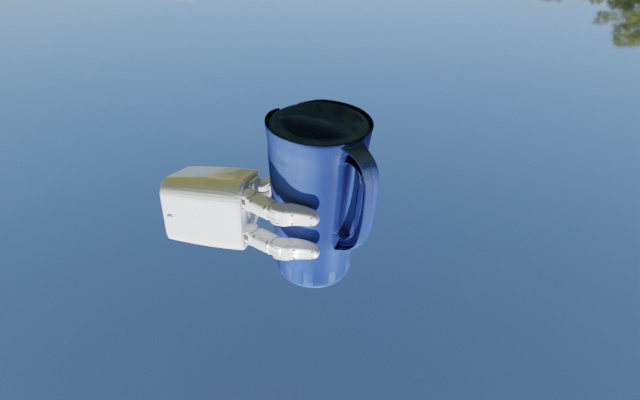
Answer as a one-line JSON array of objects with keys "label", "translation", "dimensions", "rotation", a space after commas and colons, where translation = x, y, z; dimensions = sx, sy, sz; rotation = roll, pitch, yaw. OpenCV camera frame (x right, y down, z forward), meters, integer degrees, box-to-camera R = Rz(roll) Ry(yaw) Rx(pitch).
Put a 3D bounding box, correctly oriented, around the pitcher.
[{"label": "pitcher", "translation": [0.000, 0.002, 0.636], "dimensions": [0.145, 0.243, 0.149], "rotation": [6, 34, 5]}]
